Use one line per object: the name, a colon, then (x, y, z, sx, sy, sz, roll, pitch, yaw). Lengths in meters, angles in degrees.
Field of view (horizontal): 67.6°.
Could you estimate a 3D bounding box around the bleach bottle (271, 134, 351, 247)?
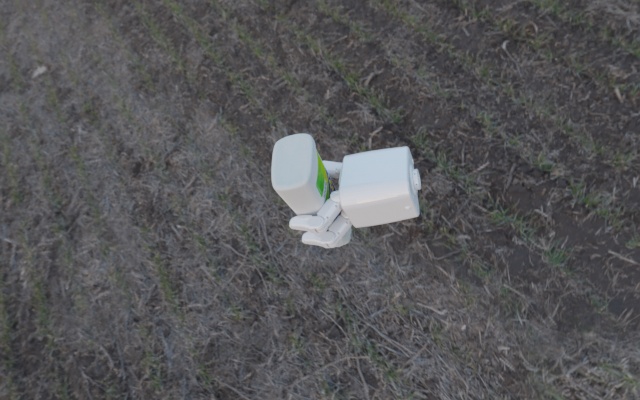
bleach bottle: (0.000, 0.003, 0.798, 0.068, 0.102, 0.251, -10, -32, 18)
